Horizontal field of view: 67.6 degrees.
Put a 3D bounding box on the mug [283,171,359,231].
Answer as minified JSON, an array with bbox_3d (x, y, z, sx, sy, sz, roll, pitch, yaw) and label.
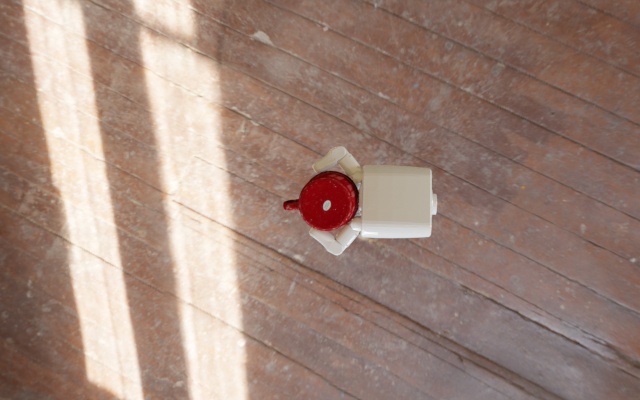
[{"bbox_3d":[-0.001,0.002,0.731,0.117,0.093,0.081,-2,5,8],"label":"mug"}]
